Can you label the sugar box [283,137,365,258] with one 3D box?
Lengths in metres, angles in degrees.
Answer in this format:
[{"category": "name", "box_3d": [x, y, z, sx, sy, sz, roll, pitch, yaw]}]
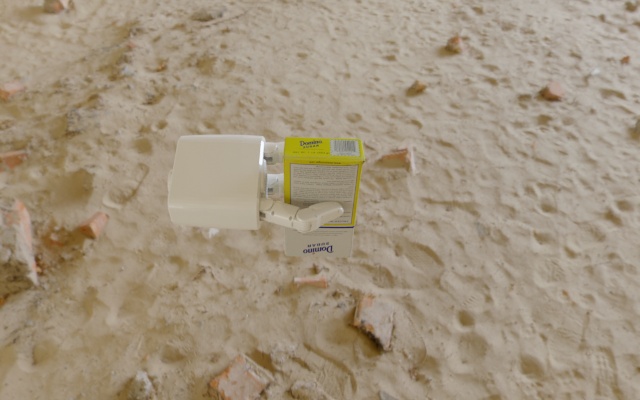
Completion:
[{"category": "sugar box", "box_3d": [0.000, 0.002, 0.607, 0.093, 0.048, 0.176, 2, -43, -2]}]
